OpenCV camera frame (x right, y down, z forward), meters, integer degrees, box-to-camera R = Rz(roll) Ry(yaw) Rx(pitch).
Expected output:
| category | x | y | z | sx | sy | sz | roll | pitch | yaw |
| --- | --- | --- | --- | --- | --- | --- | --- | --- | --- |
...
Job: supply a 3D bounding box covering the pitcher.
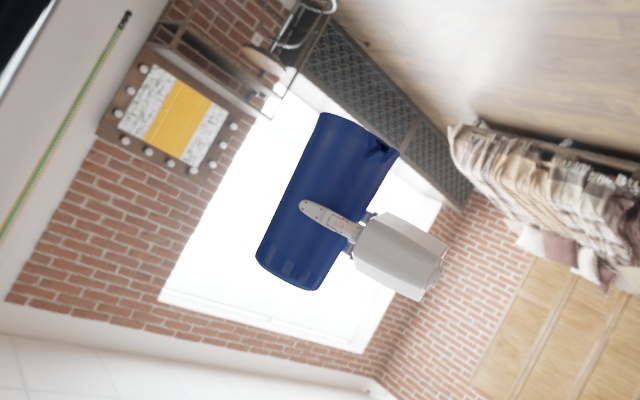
| category | x | y | z | sx | sy | sz | roll | pitch | yaw |
| --- | --- | --- | --- | --- | --- | --- | --- | --- | --- |
| pitcher | 0.000 | 0.002 | 0.709 | 0.145 | 0.243 | 0.149 | 28 | -2 | 17 |
